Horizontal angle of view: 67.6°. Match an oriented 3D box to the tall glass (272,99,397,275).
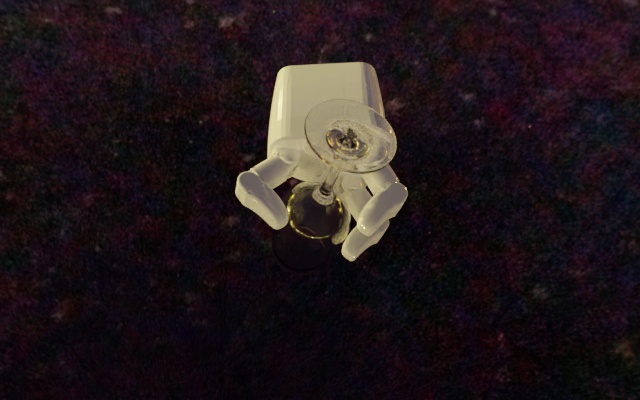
[{"bbox_3d":[0.000,0.001,0.448,0.079,0.079,0.201,0,-32,-17],"label":"tall glass"}]
